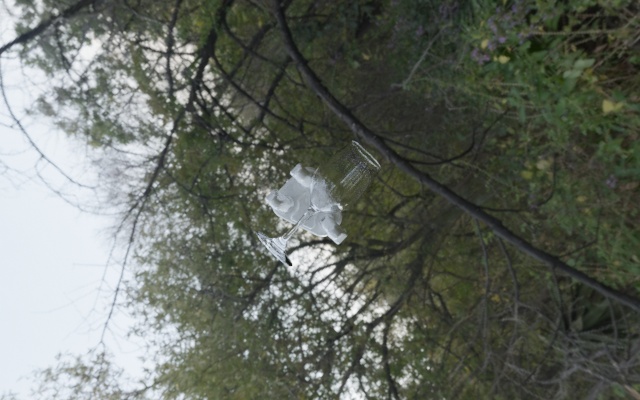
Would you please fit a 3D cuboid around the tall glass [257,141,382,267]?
[{"bbox_3d":[0.000,0.003,0.718,0.079,0.201,0.079,44,2,-1],"label":"tall glass"}]
